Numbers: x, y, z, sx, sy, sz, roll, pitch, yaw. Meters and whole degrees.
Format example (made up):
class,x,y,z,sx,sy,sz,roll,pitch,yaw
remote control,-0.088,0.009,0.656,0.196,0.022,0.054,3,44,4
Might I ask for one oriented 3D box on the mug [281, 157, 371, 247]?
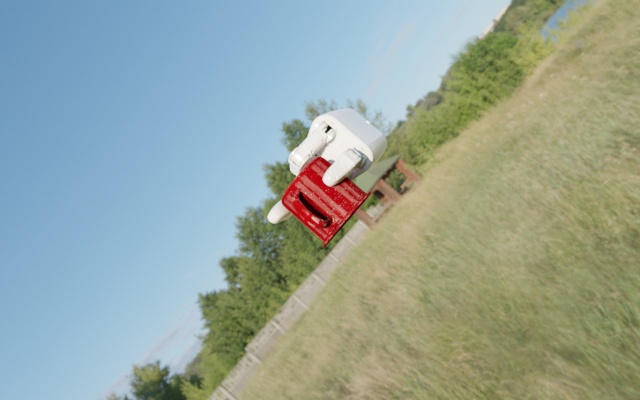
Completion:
class,x,y,z,sx,sy,sz,roll,pitch,yaw
mug,-0.001,0.002,0.599,0.081,0.093,0.117,41,27,5
